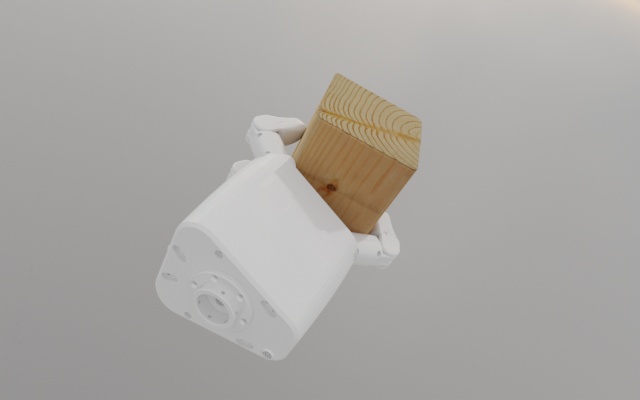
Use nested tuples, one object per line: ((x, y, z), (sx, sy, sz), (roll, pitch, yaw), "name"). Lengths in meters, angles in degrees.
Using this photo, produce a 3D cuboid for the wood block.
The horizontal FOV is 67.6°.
((0.000, 0.002, 0.453), (0.091, 0.206, 0.090), (28, 38, -7), "wood block")
